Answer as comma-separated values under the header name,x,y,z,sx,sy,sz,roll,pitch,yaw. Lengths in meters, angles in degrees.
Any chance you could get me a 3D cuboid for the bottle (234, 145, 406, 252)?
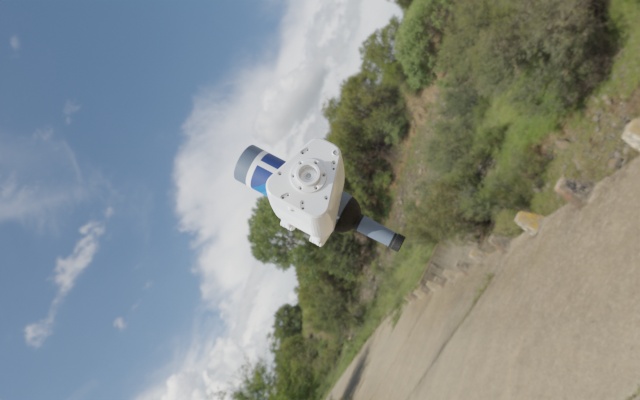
name,x,y,z,sx,sy,sz,roll,pitch,yaw
bottle,0.000,0.002,0.779,0.295,0.069,0.069,28,5,11
